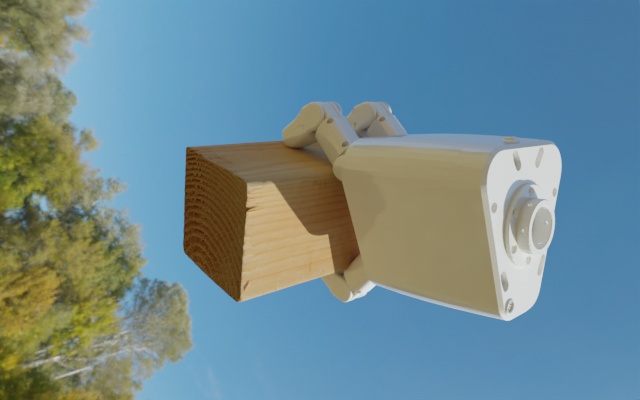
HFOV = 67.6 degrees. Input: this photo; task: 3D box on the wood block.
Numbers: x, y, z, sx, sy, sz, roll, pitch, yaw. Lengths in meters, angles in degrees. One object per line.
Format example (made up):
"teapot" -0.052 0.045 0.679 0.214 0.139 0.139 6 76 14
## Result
"wood block" 0.000 0.002 0.403 0.206 0.091 0.090 -10 26 -39
